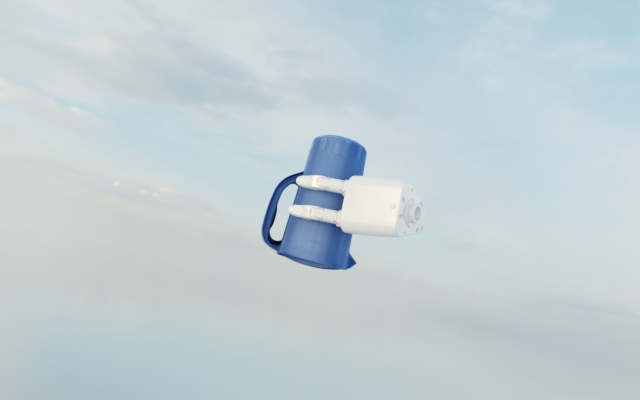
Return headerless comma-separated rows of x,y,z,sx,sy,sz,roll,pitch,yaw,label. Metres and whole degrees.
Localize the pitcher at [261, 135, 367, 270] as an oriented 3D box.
0.000,0.003,0.896,0.145,0.242,0.149,6,-12,36,pitcher
